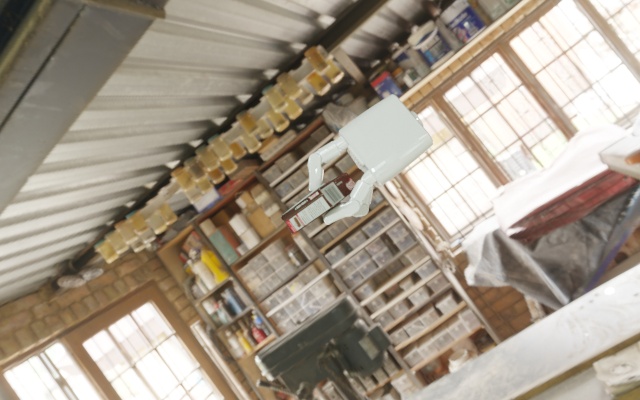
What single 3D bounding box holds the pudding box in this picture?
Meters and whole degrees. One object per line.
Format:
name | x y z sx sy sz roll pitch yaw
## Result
pudding box | 0.000 0.002 0.766 0.090 0.039 0.113 -37 -3 29
